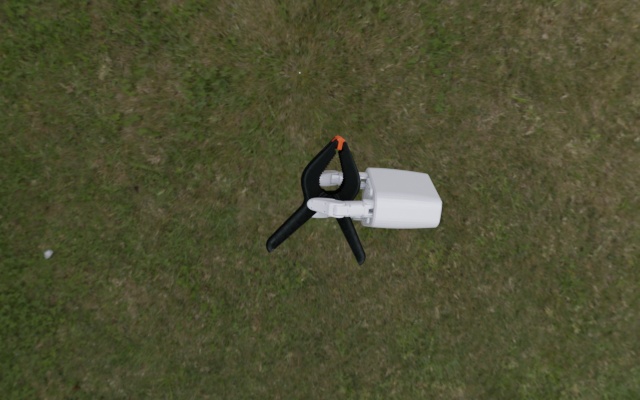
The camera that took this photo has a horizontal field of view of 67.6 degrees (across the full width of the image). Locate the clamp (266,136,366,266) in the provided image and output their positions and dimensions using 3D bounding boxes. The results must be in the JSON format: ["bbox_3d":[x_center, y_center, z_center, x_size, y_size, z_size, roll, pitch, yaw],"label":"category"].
[{"bbox_3d":[0.001,0.002,0.755,0.164,0.210,0.036,2,15,-9],"label":"clamp"}]
